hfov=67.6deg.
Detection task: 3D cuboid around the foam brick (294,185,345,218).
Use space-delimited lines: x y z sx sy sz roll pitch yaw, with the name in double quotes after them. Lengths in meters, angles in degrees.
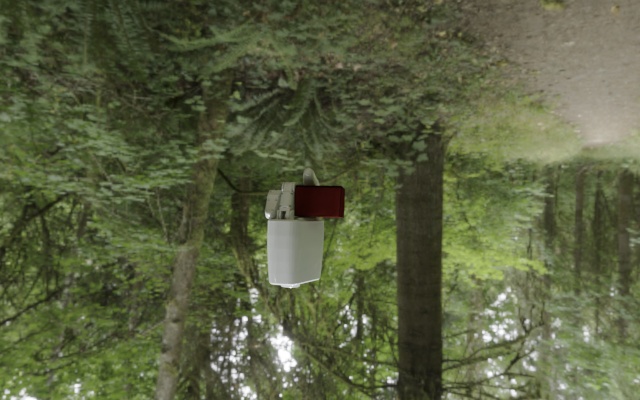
0.000 0.003 0.799 0.078 0.051 0.053 1 -4 12 "foam brick"
